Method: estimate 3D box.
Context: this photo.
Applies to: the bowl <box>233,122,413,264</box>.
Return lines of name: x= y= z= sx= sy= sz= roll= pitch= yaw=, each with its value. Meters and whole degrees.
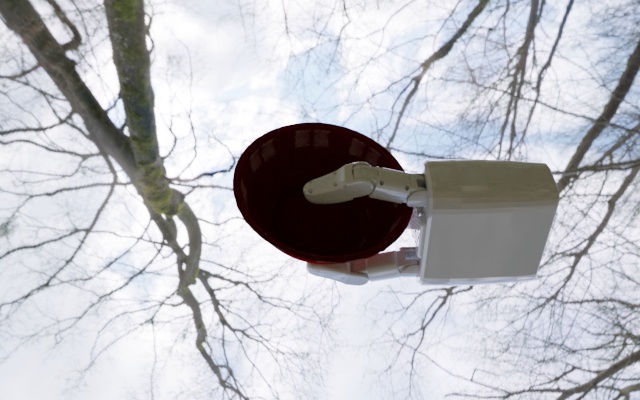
bowl: x=-0.001 y=0.001 z=0.442 sx=0.162 sy=0.162 sz=0.055 roll=0 pitch=-38 yaw=-11
